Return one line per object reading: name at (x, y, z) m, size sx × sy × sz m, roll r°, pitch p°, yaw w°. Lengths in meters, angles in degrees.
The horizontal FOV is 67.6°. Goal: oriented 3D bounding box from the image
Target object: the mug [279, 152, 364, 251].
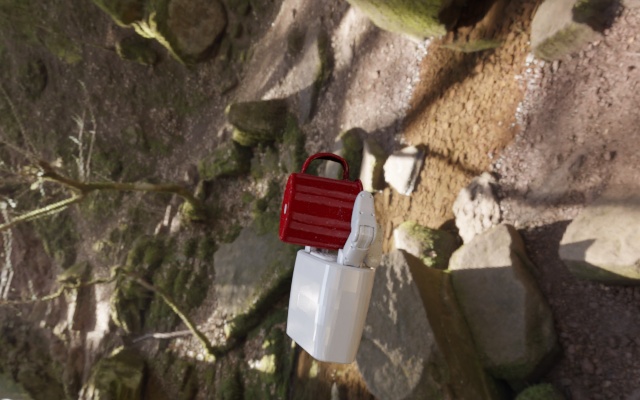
mug at (0.000, 0.000, 0.553) m, size 0.081 × 0.117 × 0.093 m, roll 10°, pitch -2°, yaw -9°
